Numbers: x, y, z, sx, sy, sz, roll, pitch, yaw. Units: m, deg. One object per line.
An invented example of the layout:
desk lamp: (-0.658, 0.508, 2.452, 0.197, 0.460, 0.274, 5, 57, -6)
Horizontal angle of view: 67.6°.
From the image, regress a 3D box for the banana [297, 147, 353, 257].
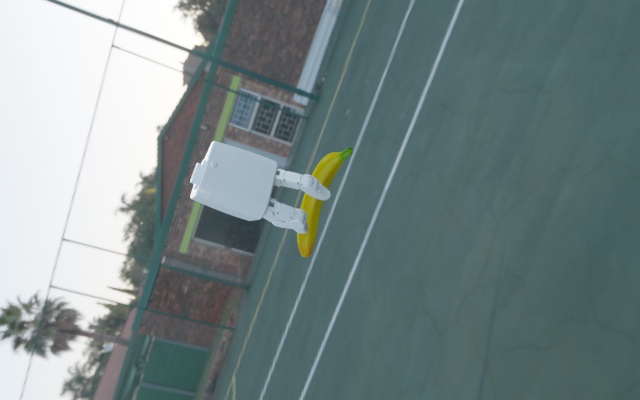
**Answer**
banana: (-0.005, -0.002, 0.816, 0.037, 0.198, 0.069, 22, -3, -22)
